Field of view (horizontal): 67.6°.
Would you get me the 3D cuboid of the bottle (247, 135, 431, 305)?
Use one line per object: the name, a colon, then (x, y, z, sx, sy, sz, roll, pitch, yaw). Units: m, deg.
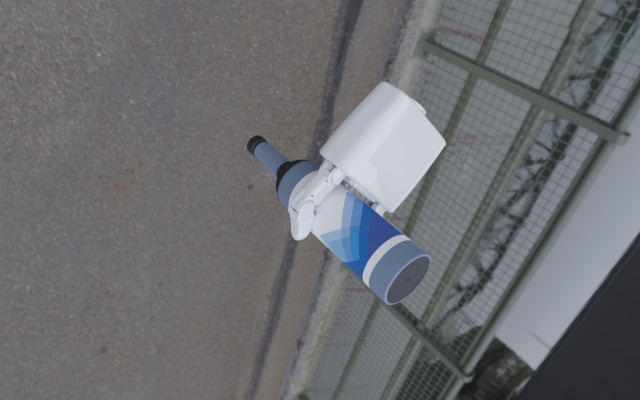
bottle: (0.000, 0.002, 0.573, 0.069, 0.069, 0.295, 0, 33, -47)
